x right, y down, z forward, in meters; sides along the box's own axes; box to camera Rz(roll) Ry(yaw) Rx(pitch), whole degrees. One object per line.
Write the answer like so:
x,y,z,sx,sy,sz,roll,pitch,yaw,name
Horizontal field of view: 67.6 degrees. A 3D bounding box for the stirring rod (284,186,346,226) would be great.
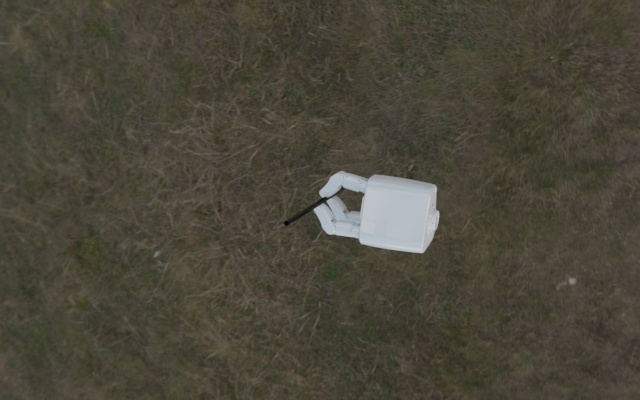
0.000,0.003,0.808,0.011,0.011,0.239,0,15,26,stirring rod
